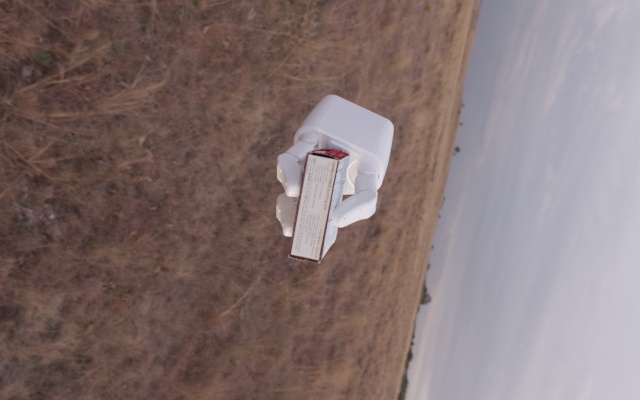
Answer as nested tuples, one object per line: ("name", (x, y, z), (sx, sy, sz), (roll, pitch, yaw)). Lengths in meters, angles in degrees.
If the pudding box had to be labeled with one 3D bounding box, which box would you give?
("pudding box", (0.000, 0.002, 0.517), (0.039, 0.113, 0.090), (10, 10, 9))
